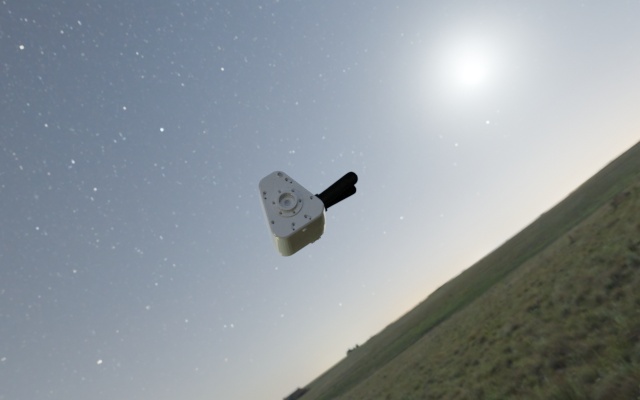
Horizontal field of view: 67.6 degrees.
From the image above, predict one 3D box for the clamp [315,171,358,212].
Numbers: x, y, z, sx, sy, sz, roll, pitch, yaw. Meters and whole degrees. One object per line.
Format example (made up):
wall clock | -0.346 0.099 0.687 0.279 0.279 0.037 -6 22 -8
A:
clamp | 0.000 0.002 0.872 0.171 0.039 0.120 -33 -15 -12
